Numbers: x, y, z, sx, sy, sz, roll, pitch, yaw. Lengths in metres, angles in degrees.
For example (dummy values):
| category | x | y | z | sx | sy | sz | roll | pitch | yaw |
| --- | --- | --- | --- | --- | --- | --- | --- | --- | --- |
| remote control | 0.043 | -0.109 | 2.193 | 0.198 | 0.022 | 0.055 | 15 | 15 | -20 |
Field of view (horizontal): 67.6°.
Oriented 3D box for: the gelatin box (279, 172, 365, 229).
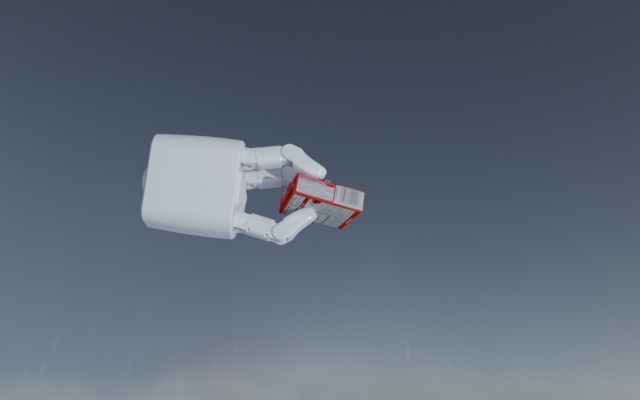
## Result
| category | x | y | z | sx | sy | sz | roll | pitch | yaw |
| --- | --- | --- | --- | --- | --- | --- | --- | --- | --- |
| gelatin box | 0.000 | 0.002 | 0.587 | 0.089 | 0.030 | 0.073 | 16 | -25 | -12 |
